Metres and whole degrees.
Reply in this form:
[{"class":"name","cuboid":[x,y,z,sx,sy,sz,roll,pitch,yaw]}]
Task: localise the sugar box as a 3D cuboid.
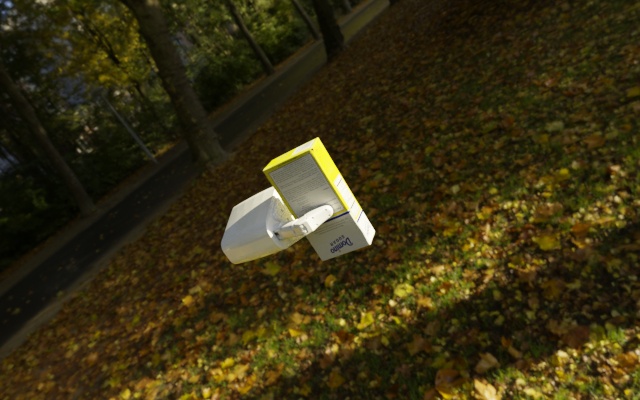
[{"class":"sugar box","cuboid":[0.000,0.002,0.730,0.093,0.176,0.048,-22,22,29]}]
